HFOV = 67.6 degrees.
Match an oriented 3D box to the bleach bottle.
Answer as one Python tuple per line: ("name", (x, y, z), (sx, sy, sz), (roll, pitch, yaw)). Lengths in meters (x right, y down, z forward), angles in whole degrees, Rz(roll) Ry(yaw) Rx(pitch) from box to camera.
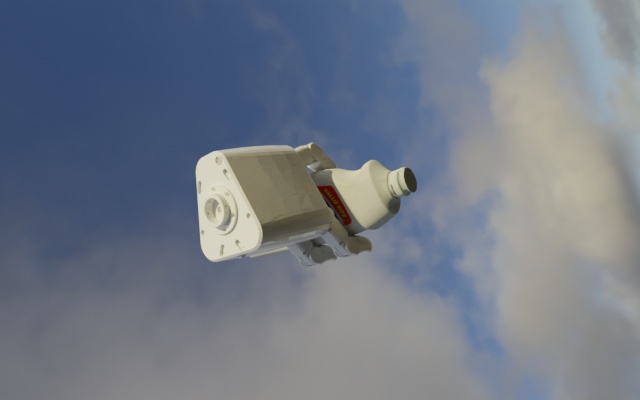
("bleach bottle", (0.000, 0.002, 0.590), (0.251, 0.102, 0.068), (-19, -3, 37))
